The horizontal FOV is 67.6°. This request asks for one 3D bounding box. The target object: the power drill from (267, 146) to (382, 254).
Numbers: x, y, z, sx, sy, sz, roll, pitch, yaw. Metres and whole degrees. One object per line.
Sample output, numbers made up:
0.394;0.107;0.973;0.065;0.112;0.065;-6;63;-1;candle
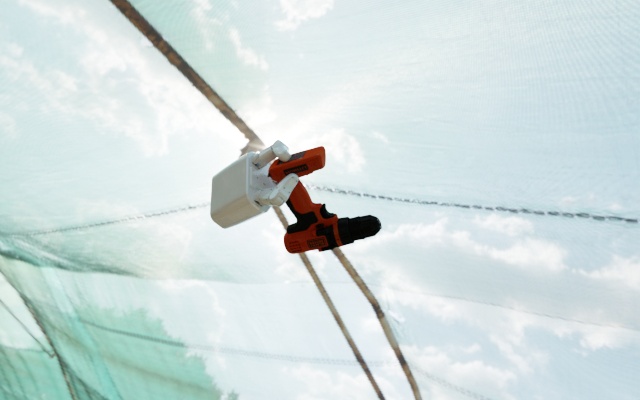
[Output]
0.000;0.002;0.845;0.184;0.188;0.057;-14;22;13;power drill
